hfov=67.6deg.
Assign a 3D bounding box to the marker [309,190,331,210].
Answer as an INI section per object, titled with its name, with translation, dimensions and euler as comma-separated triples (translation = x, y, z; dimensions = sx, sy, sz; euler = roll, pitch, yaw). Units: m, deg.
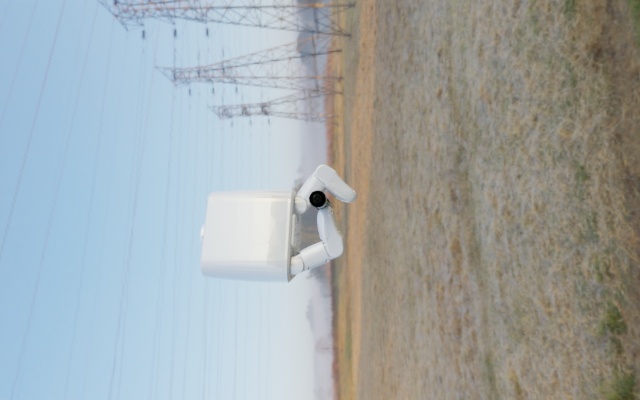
[marker]
translation = 0.000, 0.002, 0.571
dimensions = 0.020, 0.020, 0.121
euler = 0, -4, 4
